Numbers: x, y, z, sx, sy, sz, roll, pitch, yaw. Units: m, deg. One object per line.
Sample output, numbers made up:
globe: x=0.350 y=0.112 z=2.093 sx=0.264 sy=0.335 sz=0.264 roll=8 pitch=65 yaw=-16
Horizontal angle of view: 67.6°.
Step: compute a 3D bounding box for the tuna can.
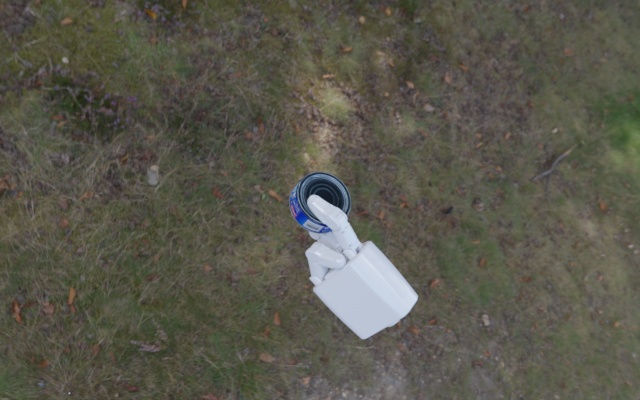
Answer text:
tuna can: x=0.000 y=0.002 z=0.689 sx=0.086 sy=0.086 sz=0.034 roll=0 pitch=-24 yaw=-24
